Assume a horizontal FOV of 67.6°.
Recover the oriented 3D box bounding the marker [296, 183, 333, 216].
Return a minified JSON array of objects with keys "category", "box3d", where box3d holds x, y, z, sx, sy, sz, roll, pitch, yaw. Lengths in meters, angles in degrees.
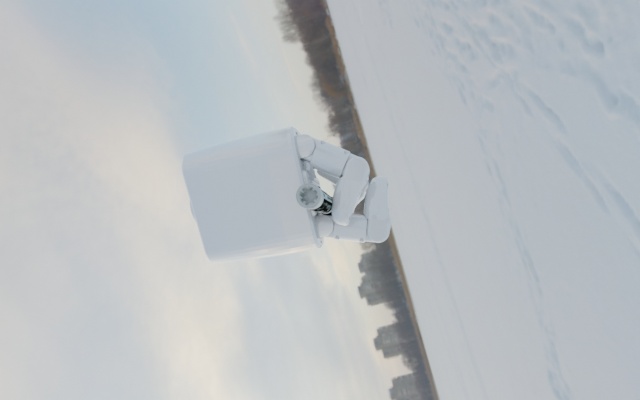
[{"category":"marker","box3d":[0.000,0.001,0.403,0.020,0.020,0.121,0,-4,8]}]
